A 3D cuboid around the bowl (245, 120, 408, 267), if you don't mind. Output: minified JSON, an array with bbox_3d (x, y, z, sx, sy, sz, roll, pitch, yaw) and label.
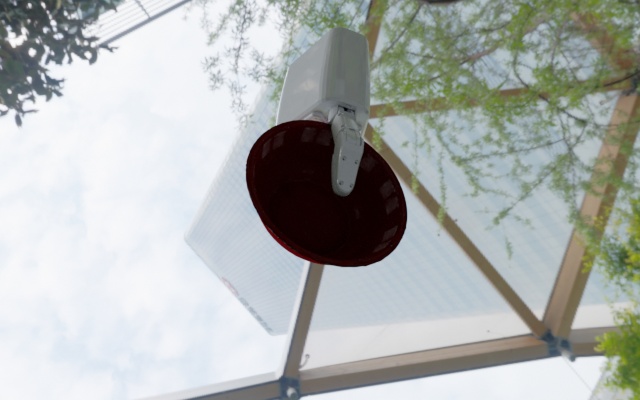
[{"bbox_3d":[0.000,0.003,0.456,0.162,0.162,0.055,0,-33,-28],"label":"bowl"}]
